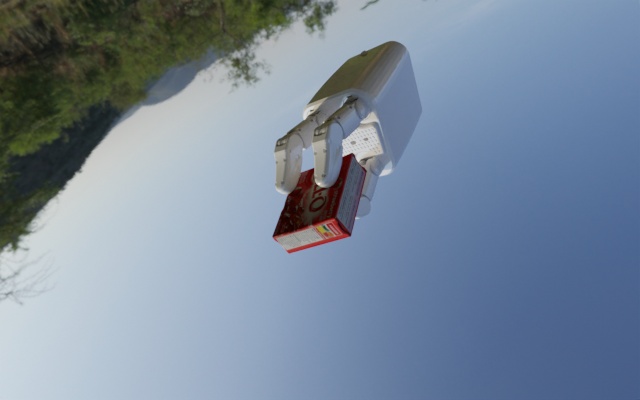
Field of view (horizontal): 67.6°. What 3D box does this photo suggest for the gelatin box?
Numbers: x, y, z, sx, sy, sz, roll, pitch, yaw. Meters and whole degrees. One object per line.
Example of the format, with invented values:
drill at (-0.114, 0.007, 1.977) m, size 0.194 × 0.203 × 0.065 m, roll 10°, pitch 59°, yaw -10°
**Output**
gelatin box at (0.000, 0.002, 0.454) m, size 0.073 × 0.089 × 0.030 m, roll -18°, pitch -52°, yaw 33°
